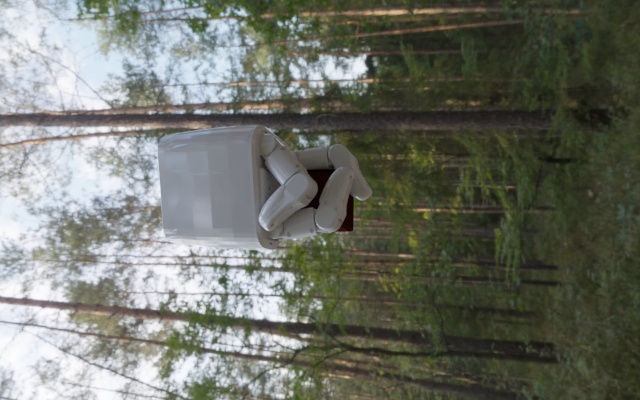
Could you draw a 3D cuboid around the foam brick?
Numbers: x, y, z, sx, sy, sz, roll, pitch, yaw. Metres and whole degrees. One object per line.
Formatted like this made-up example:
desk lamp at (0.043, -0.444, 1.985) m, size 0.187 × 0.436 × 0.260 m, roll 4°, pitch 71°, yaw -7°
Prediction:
foam brick at (0.000, 0.002, 0.488) m, size 0.051 × 0.053 × 0.078 m, roll -2°, pitch -12°, yaw 18°
